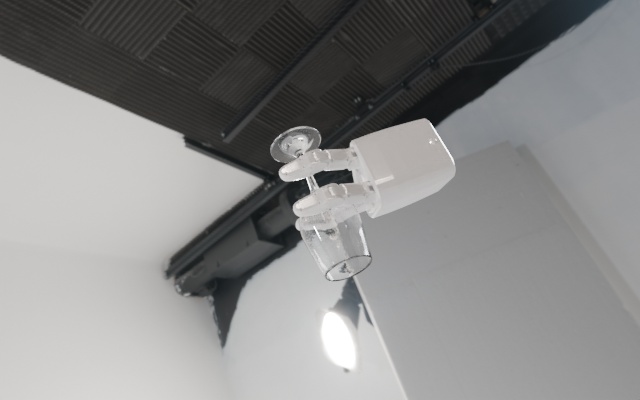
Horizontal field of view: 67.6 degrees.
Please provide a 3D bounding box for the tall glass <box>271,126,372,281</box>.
[{"bbox_3d":[0.000,0.002,0.621,0.079,0.201,0.079,-17,-29,-10],"label":"tall glass"}]
